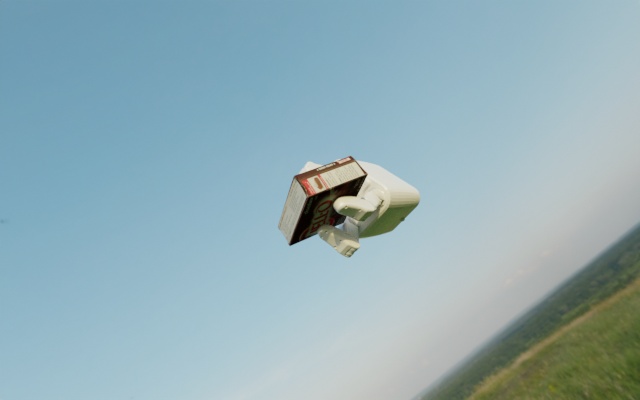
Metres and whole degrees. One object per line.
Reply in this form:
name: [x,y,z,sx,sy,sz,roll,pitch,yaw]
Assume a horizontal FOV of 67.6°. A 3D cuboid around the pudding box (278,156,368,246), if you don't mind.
pudding box: [0.000,0.002,0.603,0.090,0.039,0.114,-23,-29,-29]
